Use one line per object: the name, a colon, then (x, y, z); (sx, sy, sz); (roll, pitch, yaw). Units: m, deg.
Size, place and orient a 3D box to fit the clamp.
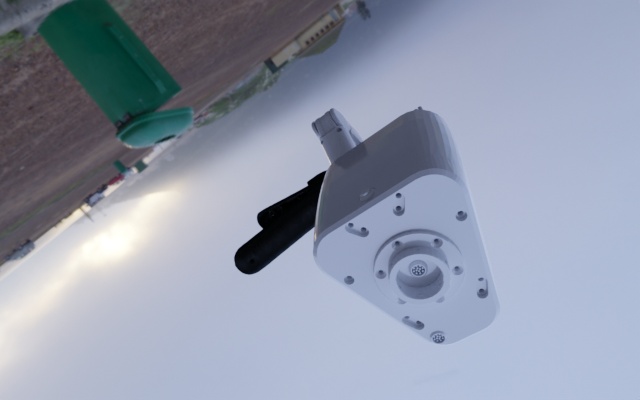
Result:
clamp: (0.001, 0.002, 0.405); (0.171, 0.039, 0.120); (-33, 17, 20)
